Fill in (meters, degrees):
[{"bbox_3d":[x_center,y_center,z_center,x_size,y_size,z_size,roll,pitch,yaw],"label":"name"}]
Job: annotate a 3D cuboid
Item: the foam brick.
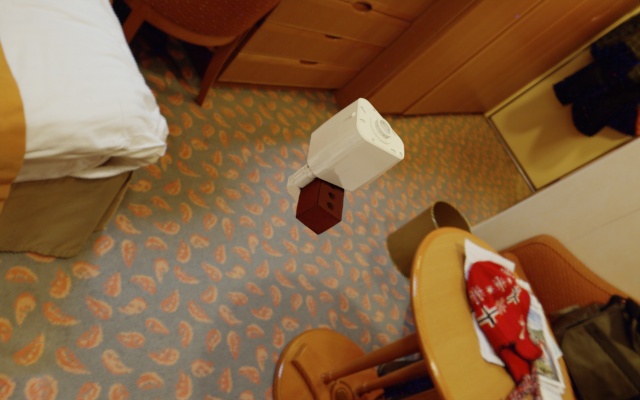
[{"bbox_3d":[0.000,0.003,0.750,0.051,0.078,0.053,-31,-55,34],"label":"foam brick"}]
